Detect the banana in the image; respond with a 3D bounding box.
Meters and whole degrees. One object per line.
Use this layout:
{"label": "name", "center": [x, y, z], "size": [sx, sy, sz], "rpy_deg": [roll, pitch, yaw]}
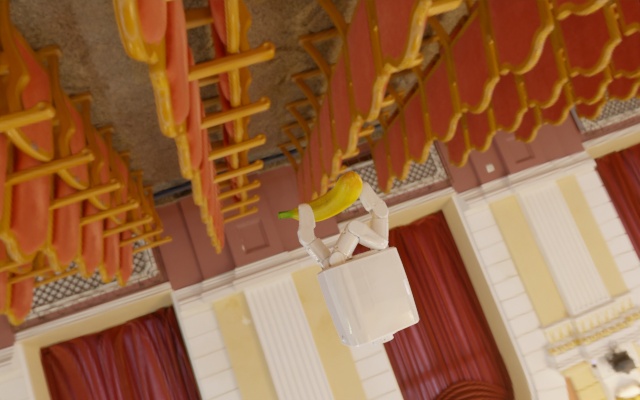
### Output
{"label": "banana", "center": [0.013, 0.001, 0.703], "size": [0.069, 0.037, 0.198], "rpy_deg": [-10, -13, -37]}
